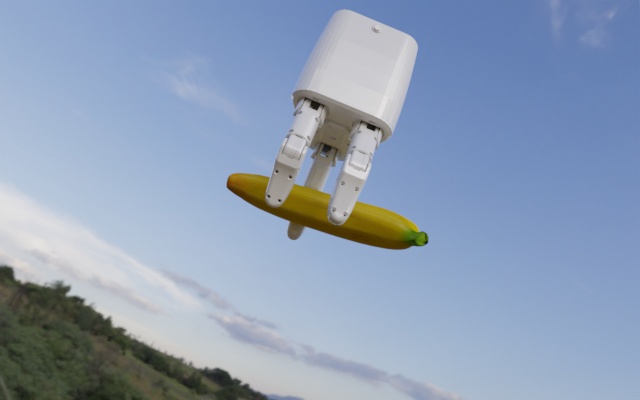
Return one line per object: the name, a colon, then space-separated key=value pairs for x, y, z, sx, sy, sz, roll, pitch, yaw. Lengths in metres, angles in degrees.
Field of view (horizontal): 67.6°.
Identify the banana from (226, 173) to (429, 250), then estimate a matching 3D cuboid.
banana: x=0.008 y=0.009 z=0.444 sx=0.198 sy=0.037 sz=0.070 roll=14 pitch=-17 yaw=22
